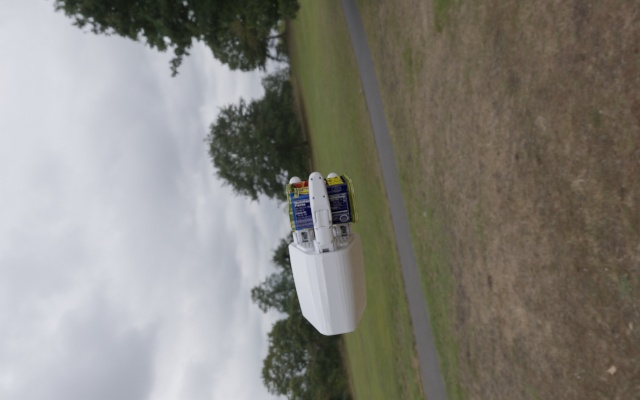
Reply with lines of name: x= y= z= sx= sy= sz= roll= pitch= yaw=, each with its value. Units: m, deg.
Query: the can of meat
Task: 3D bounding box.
can of meat: x=0.000 y=0.002 z=0.627 sx=0.084 sy=0.057 sz=0.102 roll=-9 pitch=11 yaw=-1
